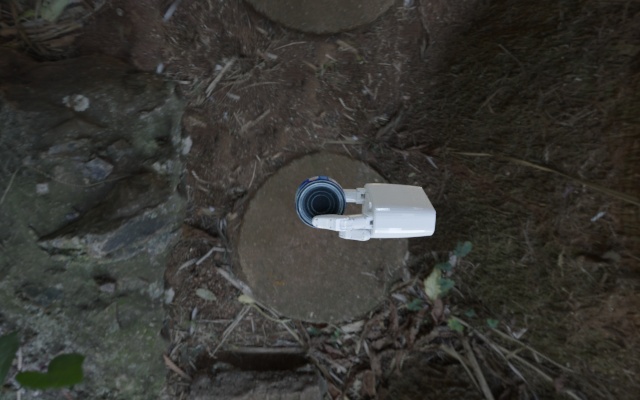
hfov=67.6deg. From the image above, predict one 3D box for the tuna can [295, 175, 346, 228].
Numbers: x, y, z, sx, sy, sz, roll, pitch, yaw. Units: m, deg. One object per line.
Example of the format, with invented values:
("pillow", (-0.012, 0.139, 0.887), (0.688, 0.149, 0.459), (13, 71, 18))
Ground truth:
("tuna can", (0.000, 0.003, 0.797), (0.086, 0.086, 0.033), (0, 15, -3))
